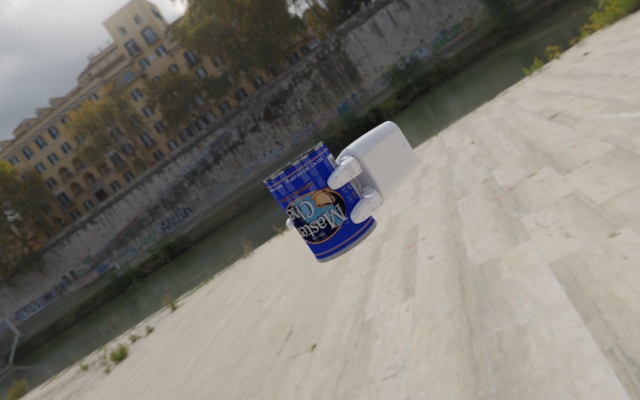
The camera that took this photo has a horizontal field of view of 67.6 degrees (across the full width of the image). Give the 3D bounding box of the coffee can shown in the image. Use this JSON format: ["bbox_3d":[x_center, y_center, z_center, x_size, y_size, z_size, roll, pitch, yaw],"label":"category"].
[{"bbox_3d":[0.000,0.002,0.679,0.103,0.140,0.103,-33,8,5],"label":"coffee can"}]
